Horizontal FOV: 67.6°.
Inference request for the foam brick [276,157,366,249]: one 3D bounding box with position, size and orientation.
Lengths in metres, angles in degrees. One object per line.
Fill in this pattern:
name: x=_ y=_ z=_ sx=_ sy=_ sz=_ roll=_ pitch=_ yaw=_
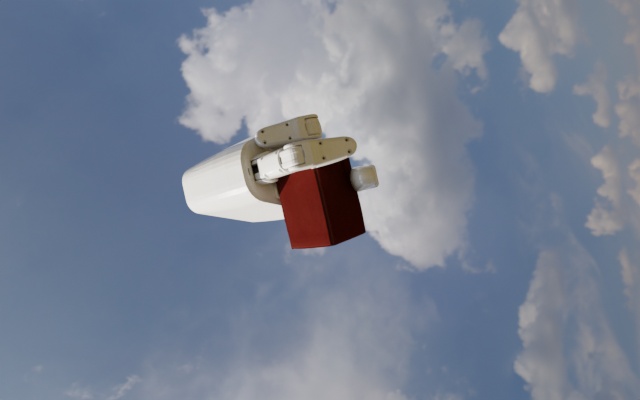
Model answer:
foam brick: x=0.000 y=0.002 z=0.439 sx=0.051 sy=0.078 sz=0.053 roll=-13 pitch=-1 yaw=40
